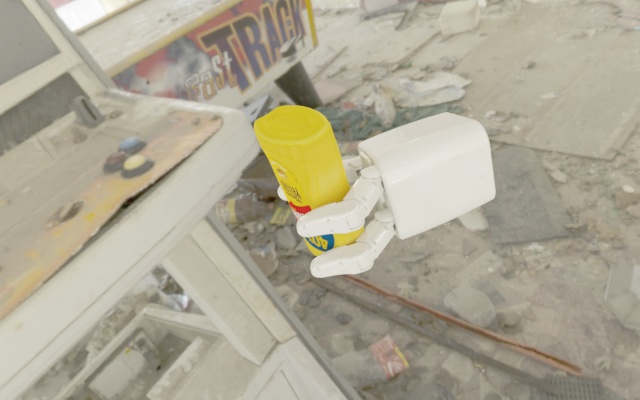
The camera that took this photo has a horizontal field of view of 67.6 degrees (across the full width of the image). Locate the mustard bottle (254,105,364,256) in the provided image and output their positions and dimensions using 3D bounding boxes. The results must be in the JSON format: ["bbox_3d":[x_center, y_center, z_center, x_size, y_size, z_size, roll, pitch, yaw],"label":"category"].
[{"bbox_3d":[0.000,0.002,0.485,0.058,0.192,0.096,-37,37,-20],"label":"mustard bottle"}]
